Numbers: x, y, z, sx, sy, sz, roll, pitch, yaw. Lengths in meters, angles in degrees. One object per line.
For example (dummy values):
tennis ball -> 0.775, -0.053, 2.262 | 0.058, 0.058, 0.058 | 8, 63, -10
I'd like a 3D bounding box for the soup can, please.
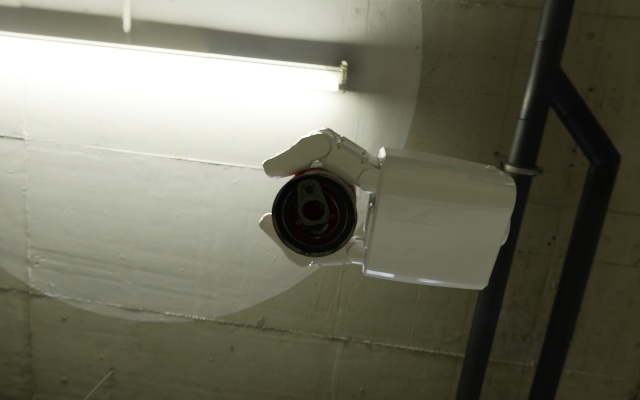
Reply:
soup can -> 0.000, 0.001, 0.422 | 0.068, 0.068, 0.102 | 0, 13, 6
